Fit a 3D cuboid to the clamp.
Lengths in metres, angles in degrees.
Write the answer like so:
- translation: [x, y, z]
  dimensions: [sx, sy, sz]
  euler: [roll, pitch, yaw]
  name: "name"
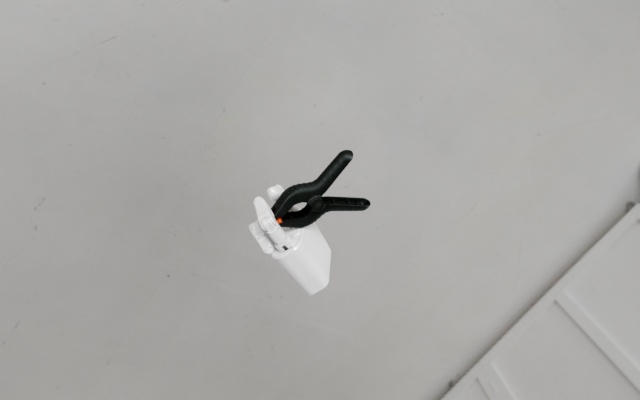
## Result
- translation: [0.000, 0.003, 0.780]
  dimensions: [0.171, 0.120, 0.039]
  euler: [-30, 31, 6]
  name: "clamp"
